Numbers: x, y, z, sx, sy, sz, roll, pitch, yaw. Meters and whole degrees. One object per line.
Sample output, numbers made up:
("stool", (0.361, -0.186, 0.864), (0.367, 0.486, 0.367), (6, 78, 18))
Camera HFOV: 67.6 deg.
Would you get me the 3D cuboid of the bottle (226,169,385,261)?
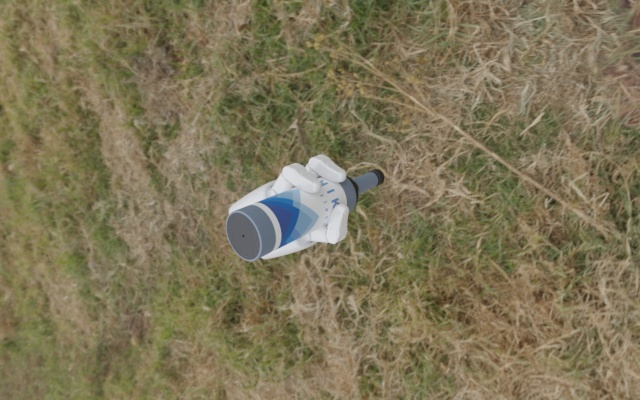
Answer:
("bottle", (0.000, 0.002, 0.689), (0.069, 0.069, 0.295), (0, 16, 43))
